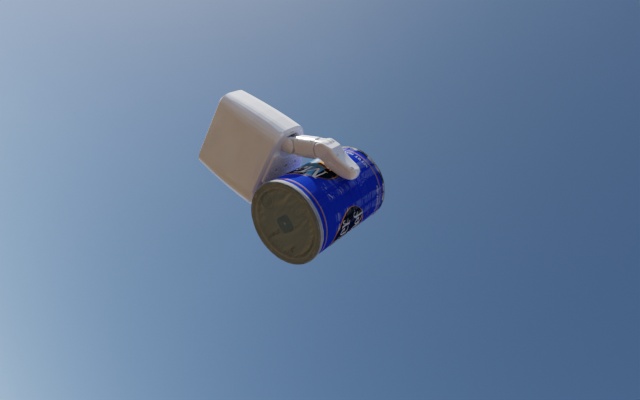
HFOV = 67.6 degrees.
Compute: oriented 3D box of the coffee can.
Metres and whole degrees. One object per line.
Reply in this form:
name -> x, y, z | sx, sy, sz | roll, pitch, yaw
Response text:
coffee can -> 0.000, 0.002, 0.587 | 0.103, 0.103, 0.140 | 0, 21, 40
